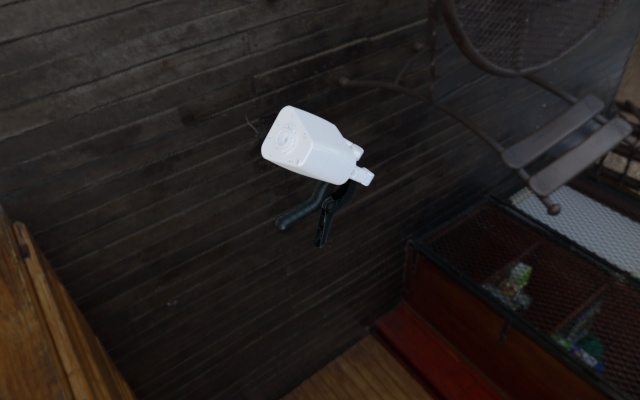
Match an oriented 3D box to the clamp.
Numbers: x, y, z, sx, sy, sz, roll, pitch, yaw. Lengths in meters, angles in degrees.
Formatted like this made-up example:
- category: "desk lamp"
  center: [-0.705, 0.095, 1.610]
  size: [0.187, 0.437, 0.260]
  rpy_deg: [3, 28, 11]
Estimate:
- category: "clamp"
  center: [0.001, 0.003, 0.829]
  size: [0.120, 0.171, 0.039]
  rpy_deg: [17, 18, -47]
